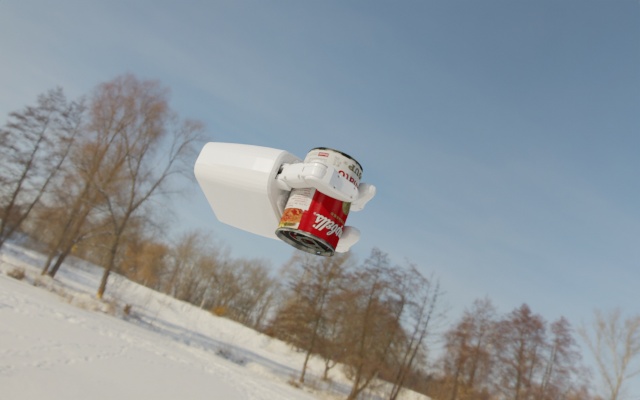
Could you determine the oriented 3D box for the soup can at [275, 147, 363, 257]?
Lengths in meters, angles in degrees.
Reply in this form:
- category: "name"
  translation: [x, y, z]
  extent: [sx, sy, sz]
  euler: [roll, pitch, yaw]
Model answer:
- category: "soup can"
  translation: [0.001, 0.001, 0.523]
  extent: [0.068, 0.102, 0.068]
  euler: [19, -20, 7]
